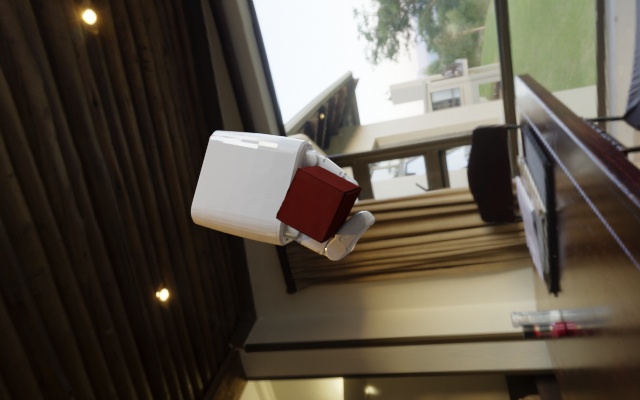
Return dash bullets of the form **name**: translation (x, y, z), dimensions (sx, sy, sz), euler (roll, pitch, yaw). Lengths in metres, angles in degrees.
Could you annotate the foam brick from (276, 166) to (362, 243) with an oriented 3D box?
- **foam brick**: translation (0.000, 0.001, 0.459), dimensions (0.051, 0.053, 0.078), euler (28, 11, 11)
